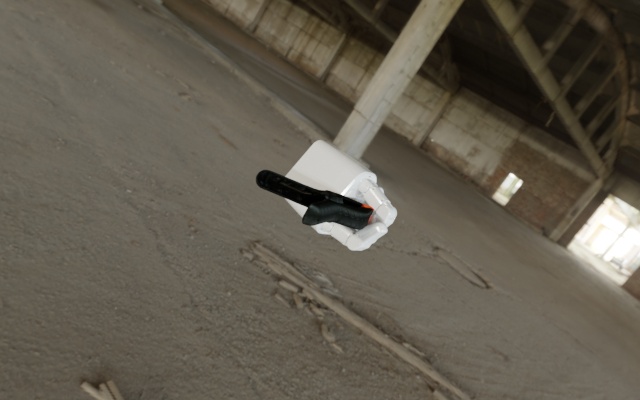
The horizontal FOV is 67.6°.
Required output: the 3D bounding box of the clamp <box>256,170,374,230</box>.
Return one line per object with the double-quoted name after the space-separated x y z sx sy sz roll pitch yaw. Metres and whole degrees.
0.001 0.002 0.615 0.120 0.039 0.171 41 16 34 "clamp"
